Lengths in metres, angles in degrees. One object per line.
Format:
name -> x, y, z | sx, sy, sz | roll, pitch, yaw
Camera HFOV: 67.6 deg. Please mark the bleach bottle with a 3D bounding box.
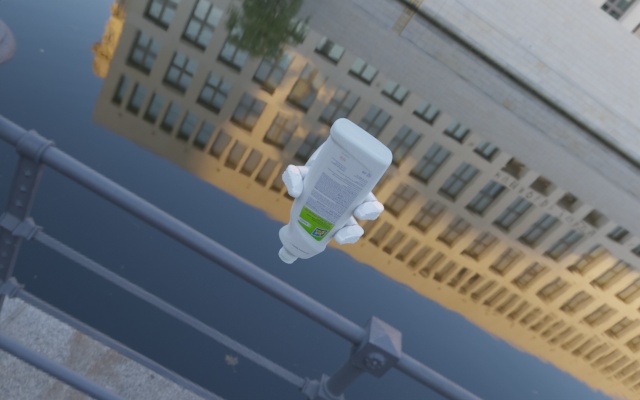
bleach bottle -> 0.000, 0.002, 0.738 | 0.102, 0.251, 0.068 | 35, 30, -3
